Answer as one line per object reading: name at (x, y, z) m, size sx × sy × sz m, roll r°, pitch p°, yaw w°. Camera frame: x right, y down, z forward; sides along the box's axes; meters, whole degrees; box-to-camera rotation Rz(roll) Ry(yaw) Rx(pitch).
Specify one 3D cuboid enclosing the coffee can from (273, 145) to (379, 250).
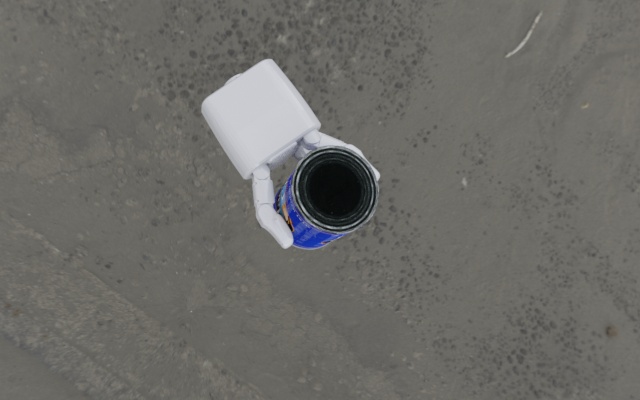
coffee can at (0.000, 0.002, 0.597) m, size 0.103 × 0.102 × 0.140 m, roll 0°, pitch -13°, yaw -15°
